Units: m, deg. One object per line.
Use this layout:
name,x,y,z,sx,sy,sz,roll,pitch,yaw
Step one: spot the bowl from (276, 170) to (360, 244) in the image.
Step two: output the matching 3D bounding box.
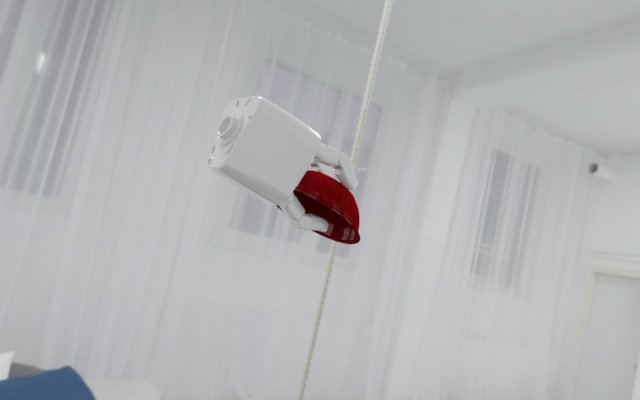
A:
bowl,0.001,0.003,0.730,0.162,0.055,0.162,27,-19,10
